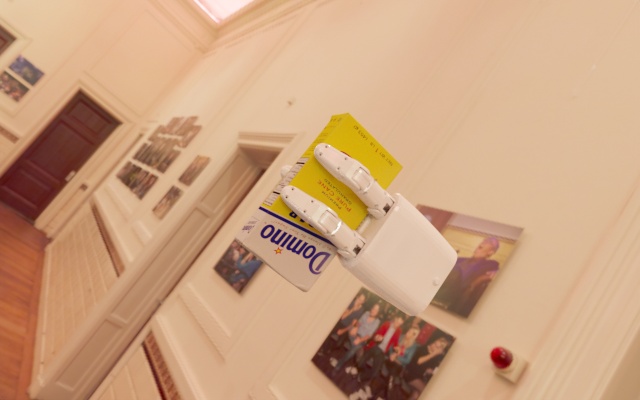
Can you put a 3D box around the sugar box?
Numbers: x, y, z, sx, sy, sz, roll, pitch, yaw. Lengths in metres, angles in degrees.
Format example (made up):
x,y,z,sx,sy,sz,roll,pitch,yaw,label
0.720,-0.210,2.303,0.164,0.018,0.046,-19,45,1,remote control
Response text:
x,y,z,sx,sy,sz,roll,pitch,yaw,label
0.000,0.002,0.514,0.093,0.176,0.048,41,-12,-20,sugar box
